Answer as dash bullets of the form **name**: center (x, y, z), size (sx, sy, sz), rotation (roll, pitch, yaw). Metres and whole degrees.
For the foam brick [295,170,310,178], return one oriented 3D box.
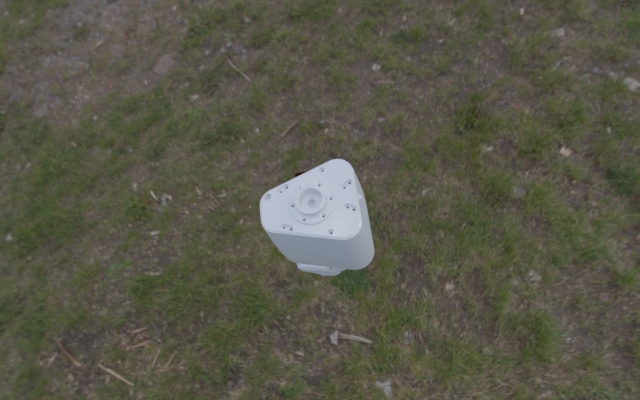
- **foam brick**: center (0.000, 0.002, 0.633), size (0.053, 0.078, 0.051), rotation (-11, -24, 8)
